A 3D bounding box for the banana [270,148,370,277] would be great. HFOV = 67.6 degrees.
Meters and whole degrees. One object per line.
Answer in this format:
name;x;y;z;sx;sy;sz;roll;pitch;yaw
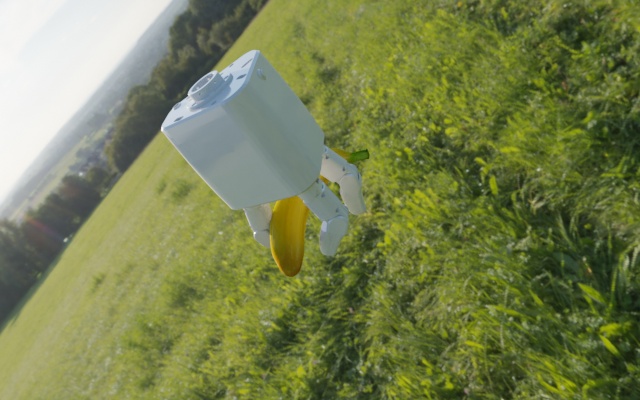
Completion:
banana;-0.014;-0.001;0.521;0.069;0.037;0.197;2;44;34
